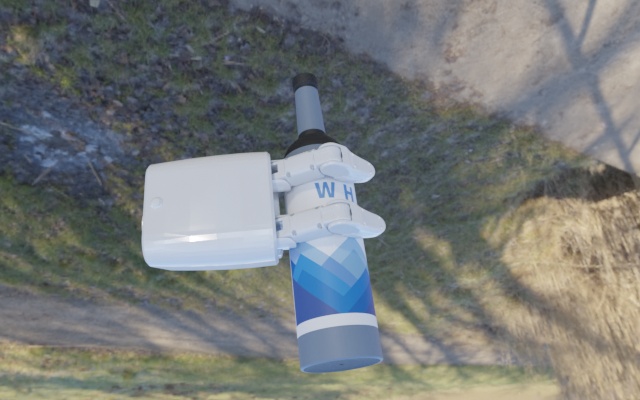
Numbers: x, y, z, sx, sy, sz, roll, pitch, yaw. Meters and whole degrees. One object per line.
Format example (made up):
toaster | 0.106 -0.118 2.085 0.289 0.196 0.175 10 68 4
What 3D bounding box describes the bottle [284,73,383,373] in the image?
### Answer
bottle | 0.000 0.002 0.446 0.069 0.295 0.069 -6 -27 -3
